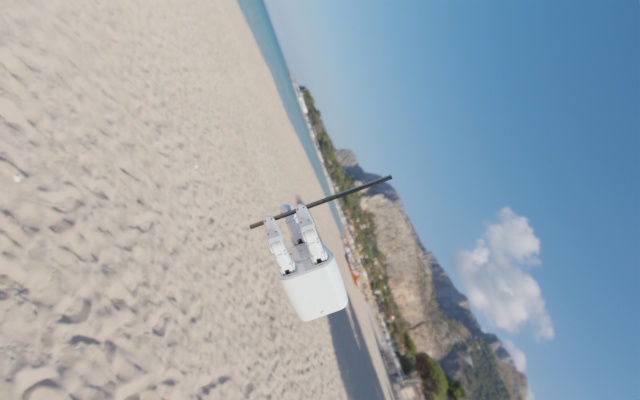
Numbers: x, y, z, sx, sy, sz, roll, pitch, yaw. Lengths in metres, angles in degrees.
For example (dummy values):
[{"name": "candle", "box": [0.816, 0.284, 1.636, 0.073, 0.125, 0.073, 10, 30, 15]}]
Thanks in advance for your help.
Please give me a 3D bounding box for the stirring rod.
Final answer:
[{"name": "stirring rod", "box": [0.000, 0.003, 0.765, 0.239, 0.011, 0.011, -20, -1, 2]}]
